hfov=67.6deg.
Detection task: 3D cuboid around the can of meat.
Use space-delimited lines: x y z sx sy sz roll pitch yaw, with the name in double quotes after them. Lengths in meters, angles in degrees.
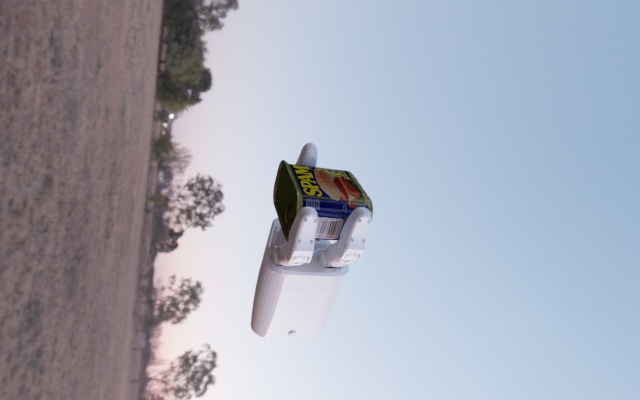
0.000 0.002 0.521 0.084 0.057 0.102 6 28 -19 "can of meat"
